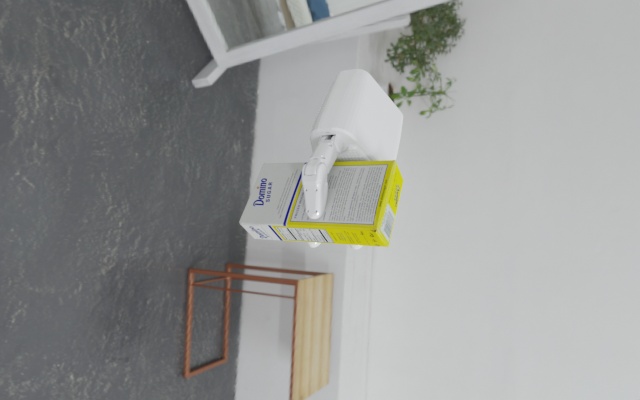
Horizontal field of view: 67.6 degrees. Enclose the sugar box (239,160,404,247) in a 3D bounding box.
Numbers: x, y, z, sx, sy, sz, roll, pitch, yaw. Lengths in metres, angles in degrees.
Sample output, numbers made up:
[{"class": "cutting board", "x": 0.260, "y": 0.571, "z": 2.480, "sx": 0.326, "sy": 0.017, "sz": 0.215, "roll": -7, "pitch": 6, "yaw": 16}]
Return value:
[{"class": "sugar box", "x": 0.000, "y": 0.002, "z": 0.559, "sx": 0.176, "sy": 0.093, "sz": 0.048, "roll": 0, "pitch": -34, "yaw": 29}]
